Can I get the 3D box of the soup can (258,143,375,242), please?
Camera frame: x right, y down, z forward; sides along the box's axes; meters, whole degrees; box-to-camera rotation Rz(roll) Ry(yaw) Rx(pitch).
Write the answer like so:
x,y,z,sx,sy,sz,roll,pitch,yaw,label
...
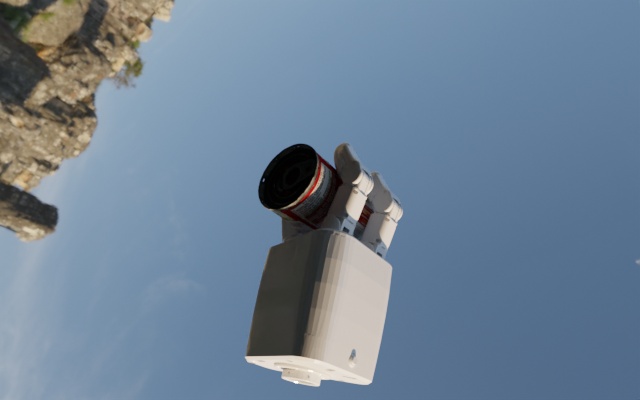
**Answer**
x,y,z,sx,sy,sz,roll,pitch,yaw,label
0.000,0.001,0.455,0.068,0.068,0.102,0,-27,42,soup can
